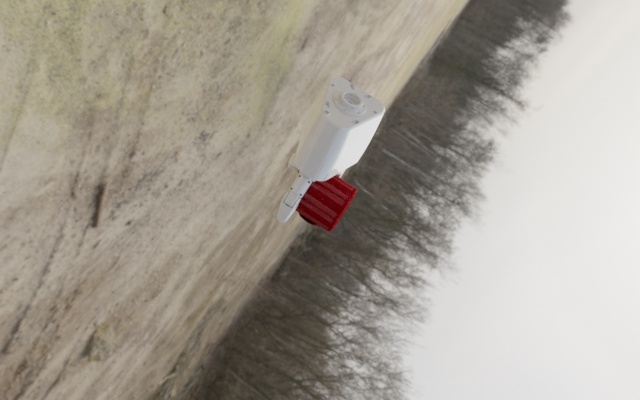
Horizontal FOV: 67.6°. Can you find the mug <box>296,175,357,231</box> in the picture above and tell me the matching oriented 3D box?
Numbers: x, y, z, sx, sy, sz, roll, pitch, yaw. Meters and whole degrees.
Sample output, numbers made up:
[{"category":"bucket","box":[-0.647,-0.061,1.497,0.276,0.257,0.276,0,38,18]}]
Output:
[{"category":"mug","box":[0.000,0.004,0.766,0.081,0.117,0.093,33,47,4]}]
